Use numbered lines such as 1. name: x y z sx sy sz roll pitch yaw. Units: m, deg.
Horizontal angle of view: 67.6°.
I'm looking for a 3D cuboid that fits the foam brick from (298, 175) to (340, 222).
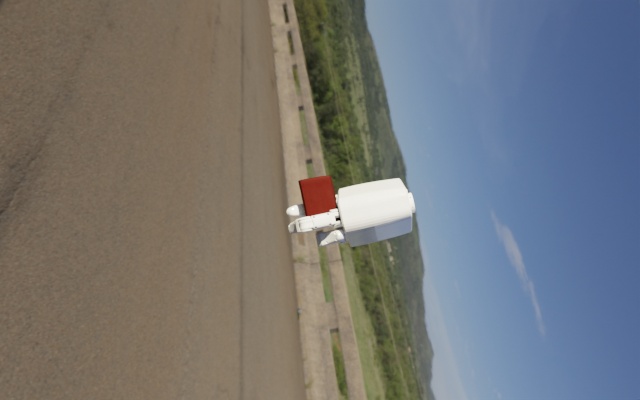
1. foam brick: 0.000 0.002 0.770 0.051 0.078 0.053 -13 -5 6
